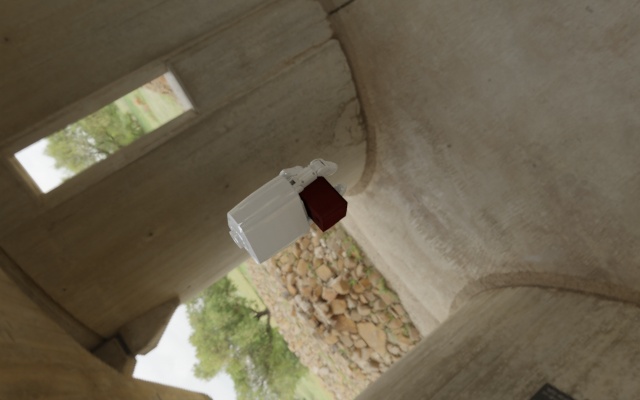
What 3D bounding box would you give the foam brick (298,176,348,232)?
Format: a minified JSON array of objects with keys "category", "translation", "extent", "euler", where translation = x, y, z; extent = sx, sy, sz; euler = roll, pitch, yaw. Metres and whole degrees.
[{"category":"foam brick","translation":[0.000,0.003,0.781],"extent":[0.051,0.078,0.053],"euler":[-36,-24,-17]}]
